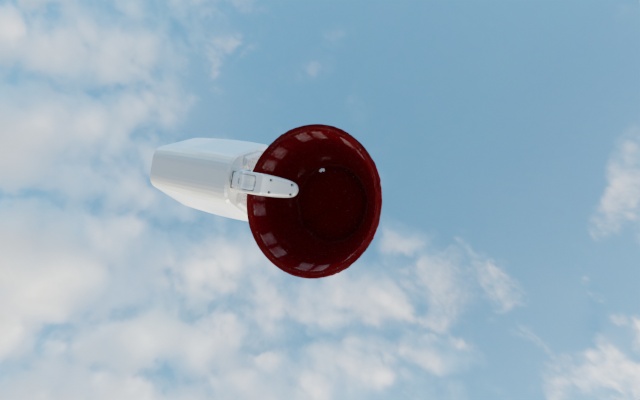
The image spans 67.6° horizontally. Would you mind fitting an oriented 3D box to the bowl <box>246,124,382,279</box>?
[{"bbox_3d":[0.001,0.002,0.519,0.162,0.162,0.055,0,-3,28],"label":"bowl"}]
